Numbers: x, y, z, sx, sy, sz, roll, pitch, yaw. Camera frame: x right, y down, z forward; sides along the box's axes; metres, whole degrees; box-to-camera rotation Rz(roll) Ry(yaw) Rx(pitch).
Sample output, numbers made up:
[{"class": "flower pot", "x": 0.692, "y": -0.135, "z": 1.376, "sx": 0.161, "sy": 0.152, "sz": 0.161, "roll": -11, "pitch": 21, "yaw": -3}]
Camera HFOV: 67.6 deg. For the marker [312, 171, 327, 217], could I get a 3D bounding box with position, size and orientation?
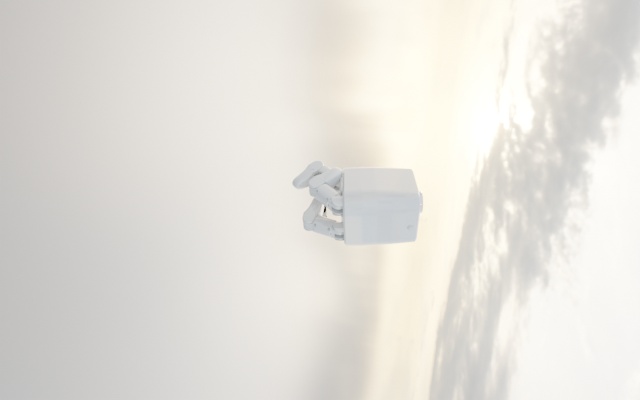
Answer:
[{"class": "marker", "x": 0.000, "y": 0.003, "z": 0.766, "sx": 0.020, "sy": 0.020, "sz": 0.121, "roll": 0, "pitch": -43, "yaw": 5}]
